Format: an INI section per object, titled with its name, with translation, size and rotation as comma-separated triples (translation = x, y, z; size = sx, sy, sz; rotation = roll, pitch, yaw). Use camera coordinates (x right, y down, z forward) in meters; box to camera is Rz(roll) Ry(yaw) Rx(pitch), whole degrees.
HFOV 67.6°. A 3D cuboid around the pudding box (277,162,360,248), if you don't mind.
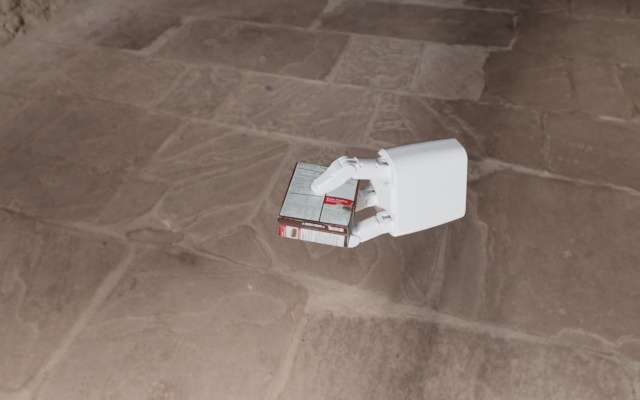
[pudding box]
translation = 0.000, 0.002, 0.611
size = 0.090, 0.039, 0.113
rotation = 8, 42, 7
